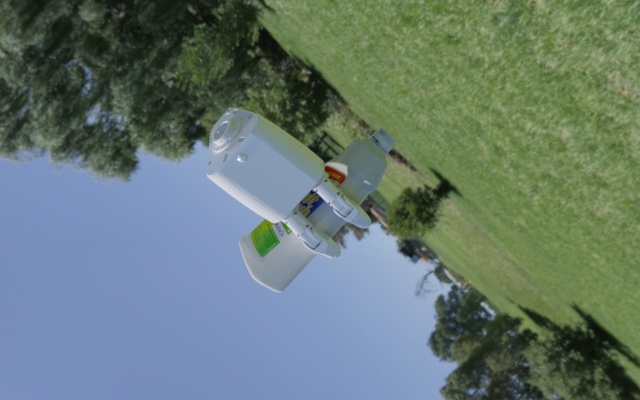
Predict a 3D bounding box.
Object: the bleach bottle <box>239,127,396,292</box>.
[{"bbox_3d":[0.000,0.002,0.636,0.068,0.251,0.102,36,12,-35],"label":"bleach bottle"}]
